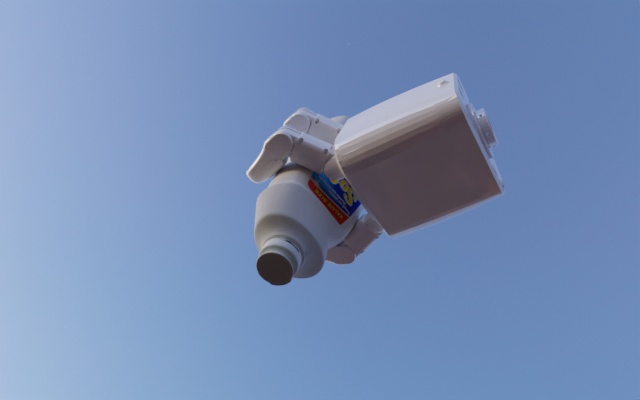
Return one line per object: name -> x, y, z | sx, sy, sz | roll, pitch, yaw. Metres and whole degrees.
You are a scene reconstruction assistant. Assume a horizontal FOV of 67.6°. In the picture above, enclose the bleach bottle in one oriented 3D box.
bleach bottle -> 0.000, 0.001, 0.450 | 0.068, 0.102, 0.250 | -23, 18, 24
